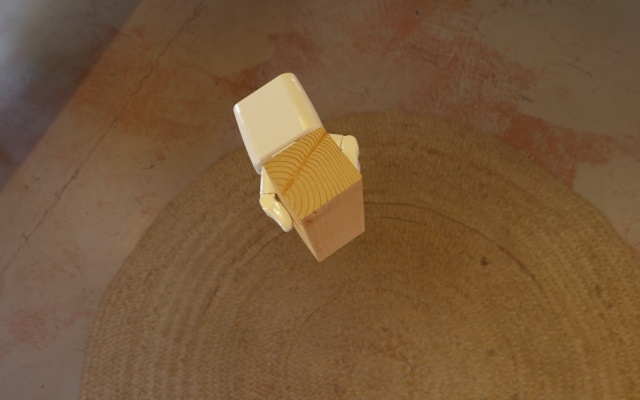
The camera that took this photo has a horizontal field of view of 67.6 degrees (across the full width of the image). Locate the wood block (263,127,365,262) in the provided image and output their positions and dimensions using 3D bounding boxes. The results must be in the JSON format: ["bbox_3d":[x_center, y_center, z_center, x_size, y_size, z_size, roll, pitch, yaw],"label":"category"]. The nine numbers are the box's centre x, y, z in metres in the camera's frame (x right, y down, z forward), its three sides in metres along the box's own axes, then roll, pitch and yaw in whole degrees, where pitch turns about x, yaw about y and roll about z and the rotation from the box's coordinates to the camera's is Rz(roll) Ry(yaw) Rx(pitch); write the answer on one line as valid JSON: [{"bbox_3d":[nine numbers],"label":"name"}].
[{"bbox_3d":[0.000,0.002,0.659,0.091,0.090,0.206,-34,-21,-7],"label":"wood block"}]
